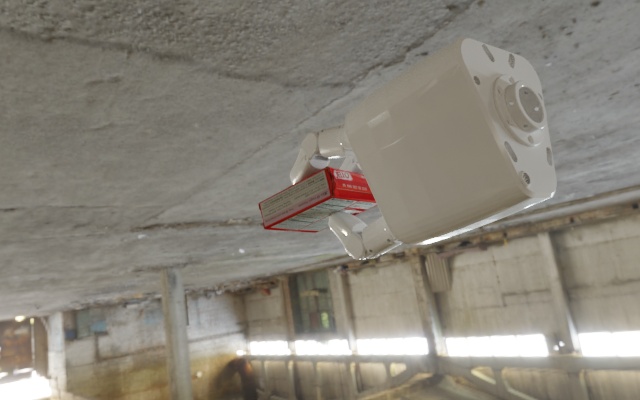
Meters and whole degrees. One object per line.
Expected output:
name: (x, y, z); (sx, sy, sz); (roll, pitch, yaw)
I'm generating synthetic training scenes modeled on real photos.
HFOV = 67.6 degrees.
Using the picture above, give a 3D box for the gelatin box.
gelatin box: (0.000, 0.002, 0.439); (0.089, 0.030, 0.073); (-27, -21, 35)
